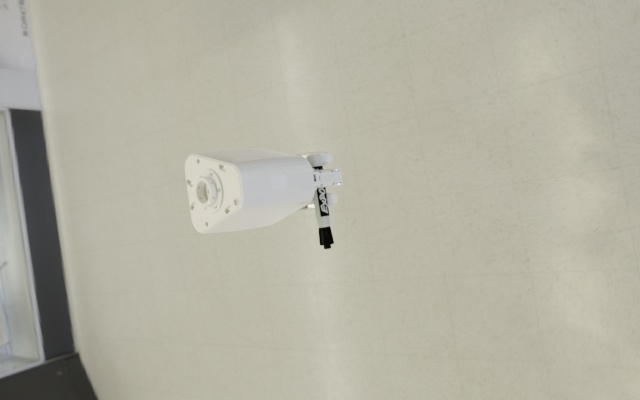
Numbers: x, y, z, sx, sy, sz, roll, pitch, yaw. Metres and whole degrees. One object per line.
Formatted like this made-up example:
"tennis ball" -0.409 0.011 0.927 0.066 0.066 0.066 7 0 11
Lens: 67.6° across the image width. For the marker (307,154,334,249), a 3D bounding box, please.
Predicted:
"marker" 0.000 0.002 0.610 0.020 0.121 0.020 -8 0 0
